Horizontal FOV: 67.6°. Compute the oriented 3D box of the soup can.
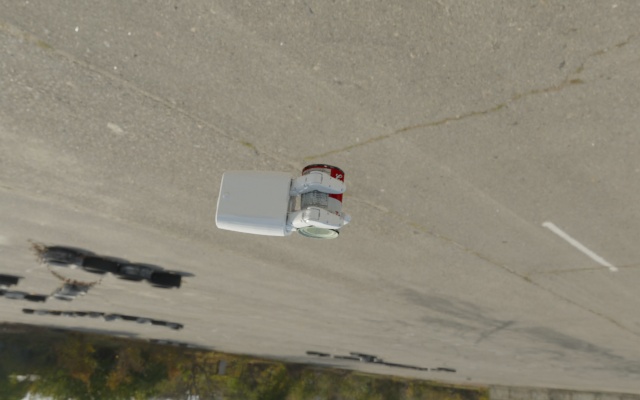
[{"bbox_3d":[0.001,0.003,0.745,0.068,0.102,0.068,5,-19,2],"label":"soup can"}]
